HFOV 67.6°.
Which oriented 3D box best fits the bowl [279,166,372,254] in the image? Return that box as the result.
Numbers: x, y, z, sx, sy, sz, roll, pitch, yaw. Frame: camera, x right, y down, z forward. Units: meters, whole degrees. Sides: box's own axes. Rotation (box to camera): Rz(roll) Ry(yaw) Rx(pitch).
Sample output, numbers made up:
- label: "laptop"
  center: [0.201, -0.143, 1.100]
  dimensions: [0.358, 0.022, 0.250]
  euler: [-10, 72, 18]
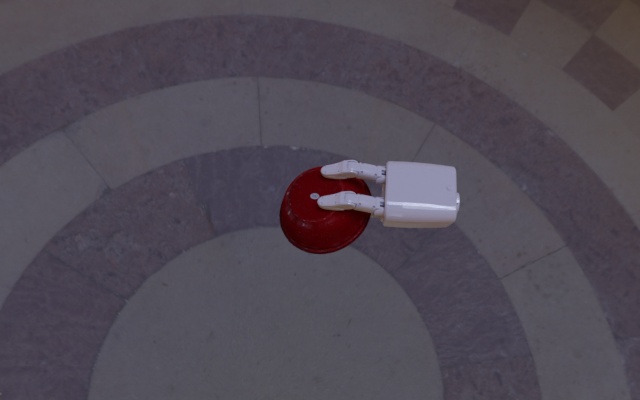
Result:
- label: "bowl"
  center: [-0.001, 0.003, 0.776]
  dimensions: [0.162, 0.162, 0.055]
  euler: [0, -25, 19]
